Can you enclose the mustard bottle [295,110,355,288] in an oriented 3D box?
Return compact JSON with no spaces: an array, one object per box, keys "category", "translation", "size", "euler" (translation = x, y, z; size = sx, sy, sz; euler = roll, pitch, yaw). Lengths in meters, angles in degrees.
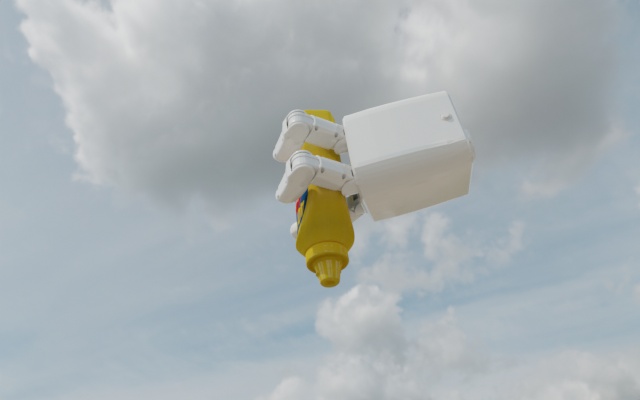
[{"category":"mustard bottle","translation":[0.000,0.001,0.495],"size":[0.058,0.191,0.096],"euler":[0,-39,-10]}]
